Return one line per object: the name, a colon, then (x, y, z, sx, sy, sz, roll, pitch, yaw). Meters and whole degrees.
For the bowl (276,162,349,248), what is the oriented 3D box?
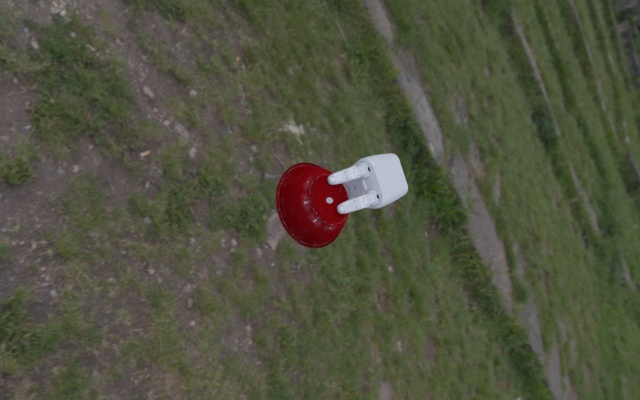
bowl: (0.000, 0.003, 0.860, 0.162, 0.162, 0.055, 0, -11, -40)
